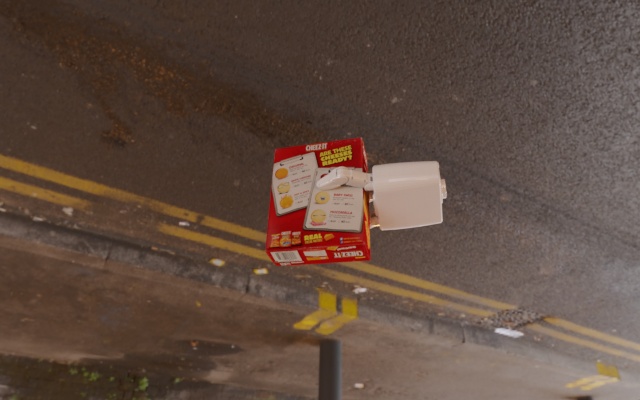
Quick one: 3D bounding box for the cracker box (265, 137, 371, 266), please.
[{"bbox_3d":[0.000,0.003,0.825,0.164,0.213,0.072,-6,-34,11],"label":"cracker box"}]
